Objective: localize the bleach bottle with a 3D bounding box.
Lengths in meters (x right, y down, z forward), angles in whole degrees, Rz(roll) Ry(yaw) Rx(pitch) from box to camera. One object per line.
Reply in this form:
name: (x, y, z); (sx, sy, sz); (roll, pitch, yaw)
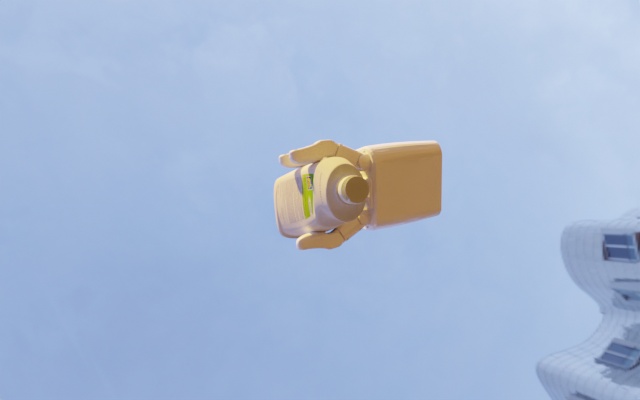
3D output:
bleach bottle: (0.000, 0.002, 0.620); (0.068, 0.102, 0.251); (-8, 0, -19)
